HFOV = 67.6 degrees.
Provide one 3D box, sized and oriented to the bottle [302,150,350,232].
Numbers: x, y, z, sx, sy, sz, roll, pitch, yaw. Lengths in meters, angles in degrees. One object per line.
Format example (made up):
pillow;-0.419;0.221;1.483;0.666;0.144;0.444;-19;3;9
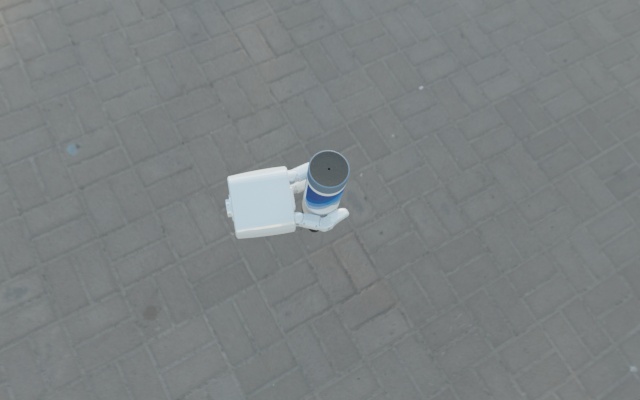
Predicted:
bottle;0.000;0.003;0.888;0.069;0.069;0.296;0;-21;-6
